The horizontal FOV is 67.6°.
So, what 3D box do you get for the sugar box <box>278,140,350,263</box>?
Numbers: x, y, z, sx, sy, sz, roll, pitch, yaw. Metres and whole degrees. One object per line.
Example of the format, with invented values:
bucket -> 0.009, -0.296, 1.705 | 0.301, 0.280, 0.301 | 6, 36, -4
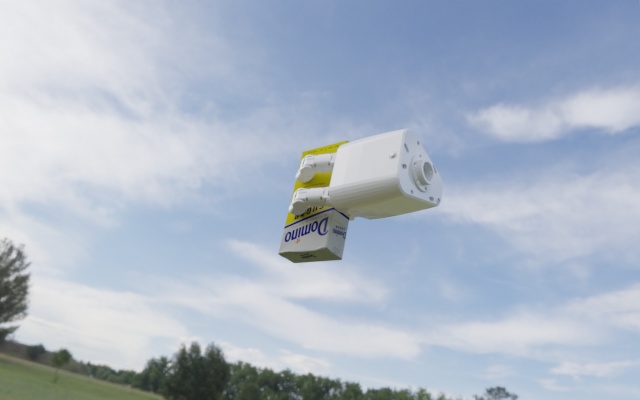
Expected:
sugar box -> 0.000, 0.002, 0.707 | 0.093, 0.176, 0.048 | -11, -35, 38
